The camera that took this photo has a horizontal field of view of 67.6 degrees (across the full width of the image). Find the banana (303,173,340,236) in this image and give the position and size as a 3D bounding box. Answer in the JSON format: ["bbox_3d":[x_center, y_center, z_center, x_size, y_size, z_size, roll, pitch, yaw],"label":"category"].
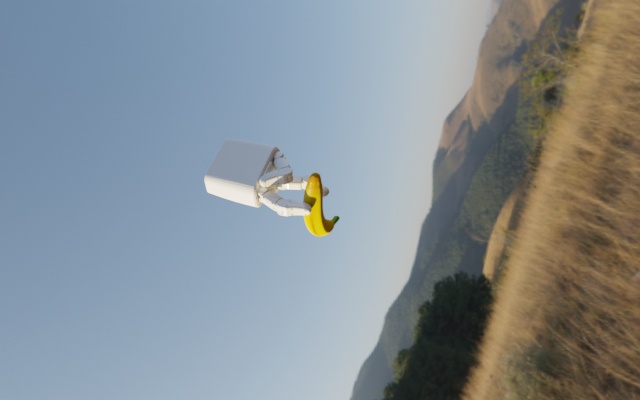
[{"bbox_3d":[-0.005,0.021,0.871,0.037,0.069,0.198,14,-21,17],"label":"banana"}]
